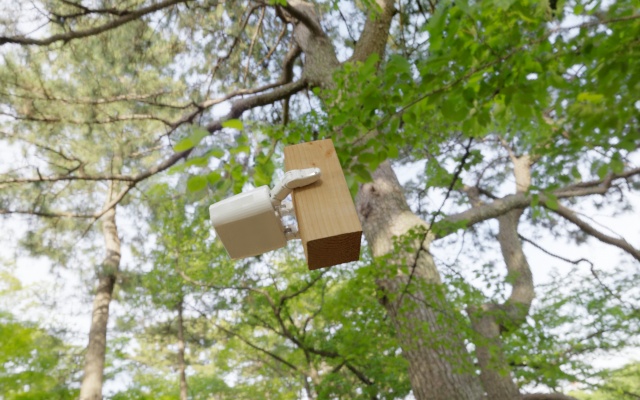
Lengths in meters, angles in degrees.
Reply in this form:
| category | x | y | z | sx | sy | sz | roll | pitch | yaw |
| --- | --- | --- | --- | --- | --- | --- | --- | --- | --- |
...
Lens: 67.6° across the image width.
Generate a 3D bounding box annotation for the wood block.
| category | x | y | z | sx | sy | sz | roll | pitch | yaw |
| --- | --- | --- | --- | --- | --- | --- | --- | --- | --- |
| wood block | 0.000 | 0.002 | 0.816 | 0.090 | 0.206 | 0.091 | -11 | -37 | -8 |
